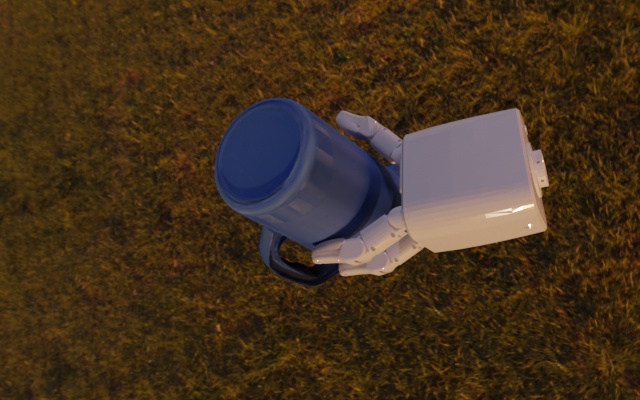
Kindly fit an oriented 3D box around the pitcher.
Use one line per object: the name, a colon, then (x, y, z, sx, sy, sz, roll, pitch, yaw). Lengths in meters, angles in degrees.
pitcher: (0.000, 0.002, 0.502, 0.145, 0.149, 0.243, -10, -21, 28)
